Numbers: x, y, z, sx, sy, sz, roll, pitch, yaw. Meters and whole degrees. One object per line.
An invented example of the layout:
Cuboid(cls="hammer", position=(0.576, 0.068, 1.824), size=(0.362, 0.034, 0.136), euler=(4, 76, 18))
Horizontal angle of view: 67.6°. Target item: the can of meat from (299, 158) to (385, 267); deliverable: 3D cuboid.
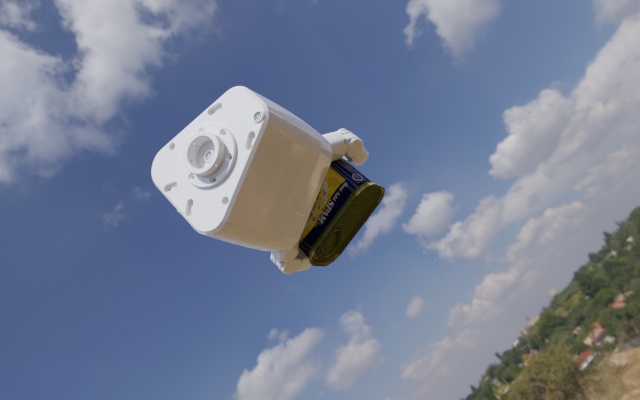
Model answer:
Cuboid(cls="can of meat", position=(0.000, 0.001, 0.488), size=(0.084, 0.102, 0.057), euler=(42, 13, 26))
